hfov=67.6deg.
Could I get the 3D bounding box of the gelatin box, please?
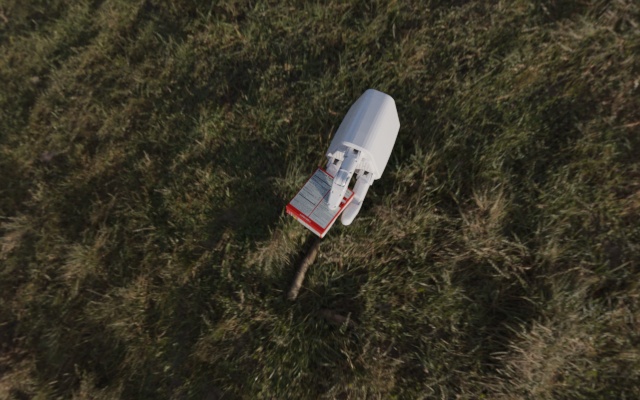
[{"bbox_3d":[0.000,0.003,0.757,0.073,0.089,0.030,36,-18,9],"label":"gelatin box"}]
